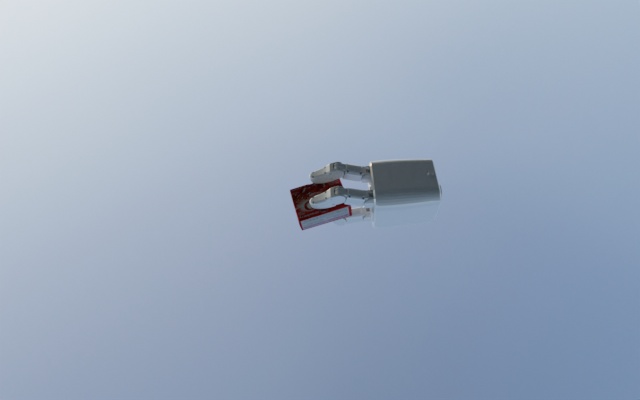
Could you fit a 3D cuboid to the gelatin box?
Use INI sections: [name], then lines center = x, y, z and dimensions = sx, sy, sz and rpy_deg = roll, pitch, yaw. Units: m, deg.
[gelatin box]
center = 0.000, 0.003, 0.794
dimensions = 0.089, 0.073, 0.030
rpy_deg = -17, -40, -2
